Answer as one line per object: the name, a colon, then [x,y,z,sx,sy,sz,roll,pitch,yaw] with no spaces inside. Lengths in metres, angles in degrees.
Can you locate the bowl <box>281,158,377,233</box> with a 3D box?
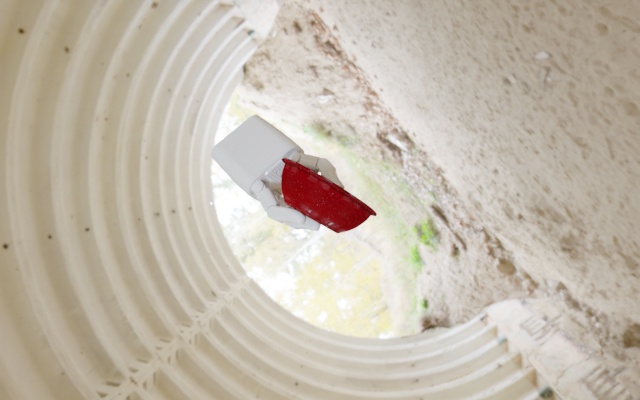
bowl: [0.001,0.003,0.698,0.162,0.055,0.162,30,-3,2]
